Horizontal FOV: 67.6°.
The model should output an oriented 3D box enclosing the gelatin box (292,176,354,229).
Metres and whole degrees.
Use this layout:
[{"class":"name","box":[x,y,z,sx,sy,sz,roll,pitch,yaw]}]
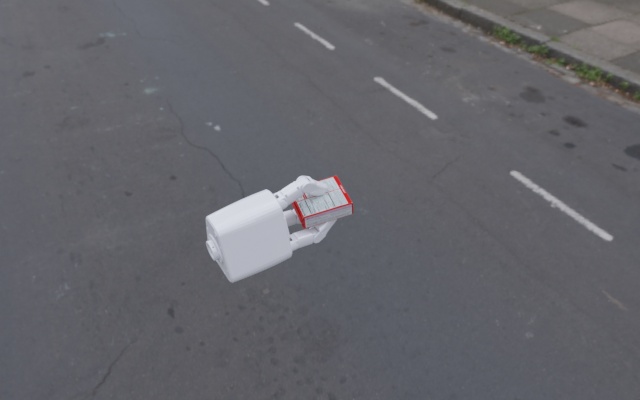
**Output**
[{"class":"gelatin box","box":[0.000,0.002,0.787,0.089,0.030,0.073,-17,46,-11]}]
